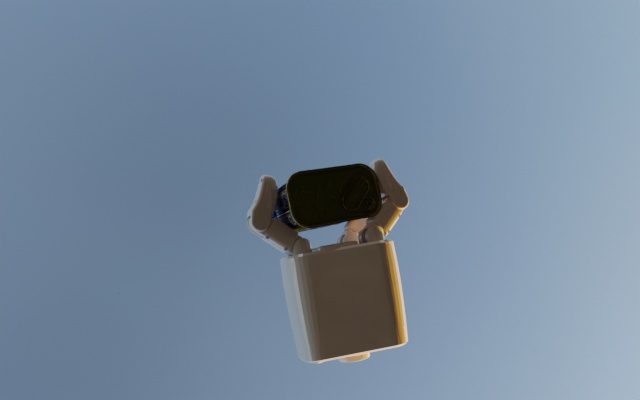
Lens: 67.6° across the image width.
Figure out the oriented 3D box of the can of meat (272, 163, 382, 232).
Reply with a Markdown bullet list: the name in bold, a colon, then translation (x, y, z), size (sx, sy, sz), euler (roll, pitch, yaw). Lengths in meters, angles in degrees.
- **can of meat**: translation (0.000, 0.002, 0.512), size (0.102, 0.057, 0.084), euler (-10, -7, -24)
